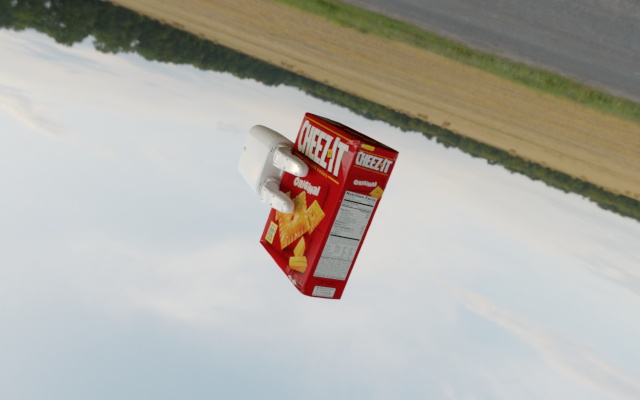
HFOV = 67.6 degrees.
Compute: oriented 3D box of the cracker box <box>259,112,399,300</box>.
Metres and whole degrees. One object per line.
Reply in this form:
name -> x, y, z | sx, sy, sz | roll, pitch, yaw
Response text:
cracker box -> 0.000, 0.002, 0.660 | 0.072, 0.214, 0.164 | 12, 15, -31
